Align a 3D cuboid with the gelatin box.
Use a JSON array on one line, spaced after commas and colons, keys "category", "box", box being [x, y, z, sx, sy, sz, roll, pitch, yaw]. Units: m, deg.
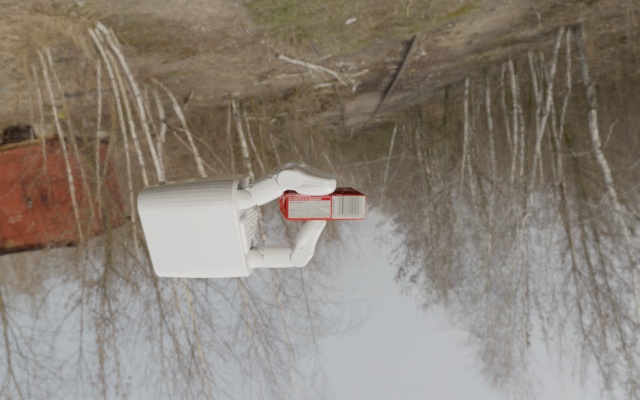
[{"category": "gelatin box", "box": [0.000, 0.002, 0.534, 0.089, 0.030, 0.073, 0, 8, -9]}]
